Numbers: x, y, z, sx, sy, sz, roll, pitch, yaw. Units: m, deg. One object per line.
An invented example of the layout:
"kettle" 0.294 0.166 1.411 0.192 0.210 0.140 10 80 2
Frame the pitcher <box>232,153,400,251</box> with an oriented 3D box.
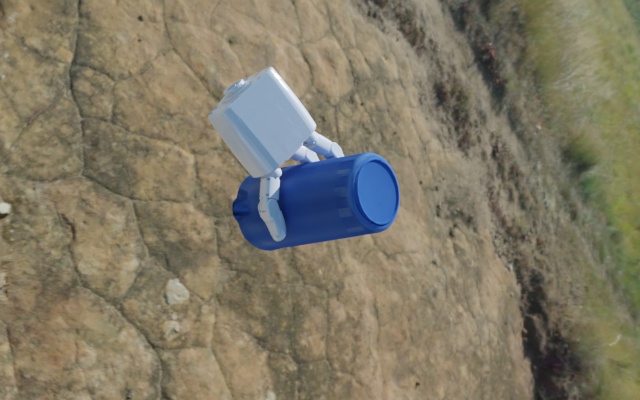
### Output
"pitcher" 0.000 0.002 0.718 0.243 0.145 0.149 -9 36 45
